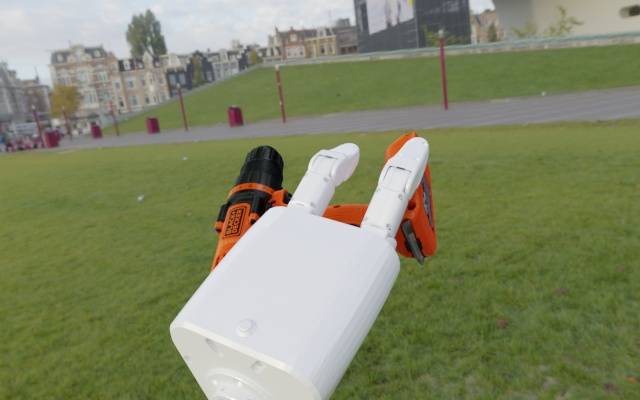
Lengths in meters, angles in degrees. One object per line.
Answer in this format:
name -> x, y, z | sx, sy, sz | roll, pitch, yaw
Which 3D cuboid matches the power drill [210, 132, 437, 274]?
power drill -> 0.000, 0.001, 0.415 | 0.187, 0.184, 0.057 | -14, -46, 20
